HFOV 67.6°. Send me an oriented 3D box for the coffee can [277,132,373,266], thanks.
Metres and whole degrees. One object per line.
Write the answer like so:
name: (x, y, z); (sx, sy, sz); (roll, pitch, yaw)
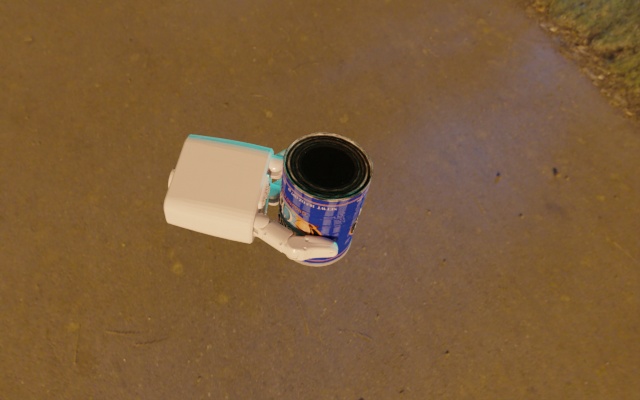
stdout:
coffee can: (0.000, 0.002, 0.587); (0.103, 0.102, 0.140); (0, -38, -9)
